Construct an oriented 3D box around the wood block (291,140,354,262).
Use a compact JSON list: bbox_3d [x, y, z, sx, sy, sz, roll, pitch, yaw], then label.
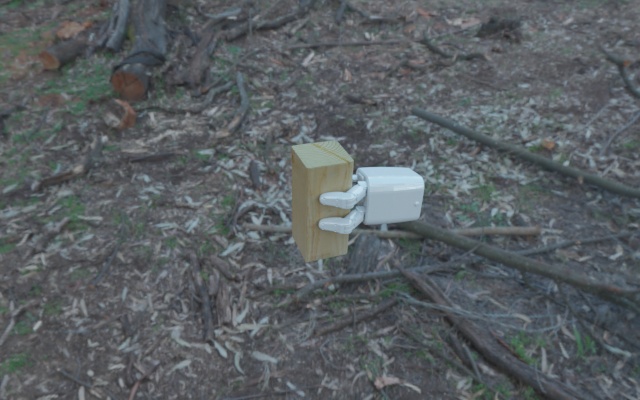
[{"bbox_3d":[0.000,0.003,0.899,0.090,0.206,0.090,-10,35,-17],"label":"wood block"}]
